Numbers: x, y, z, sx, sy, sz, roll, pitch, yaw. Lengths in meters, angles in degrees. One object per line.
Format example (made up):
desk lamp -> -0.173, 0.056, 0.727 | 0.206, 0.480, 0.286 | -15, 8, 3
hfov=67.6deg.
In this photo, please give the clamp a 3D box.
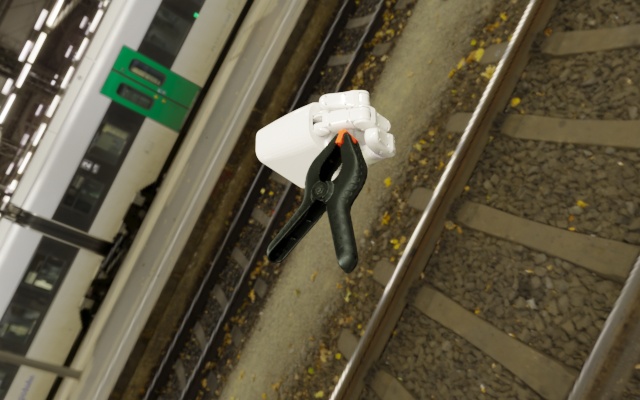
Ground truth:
clamp -> 0.000, 0.001, 0.536 | 0.120, 0.171, 0.039 | -5, -33, 32
